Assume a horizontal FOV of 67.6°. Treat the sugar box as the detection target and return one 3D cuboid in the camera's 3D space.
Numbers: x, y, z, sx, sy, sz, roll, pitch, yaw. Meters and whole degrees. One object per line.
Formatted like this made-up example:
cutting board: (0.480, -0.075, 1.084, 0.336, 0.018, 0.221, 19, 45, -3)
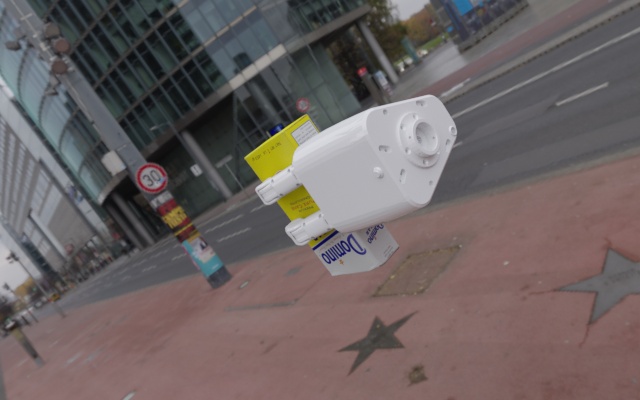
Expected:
sugar box: (0.000, 0.002, 0.528, 0.048, 0.176, 0.093, -40, 10, -35)
